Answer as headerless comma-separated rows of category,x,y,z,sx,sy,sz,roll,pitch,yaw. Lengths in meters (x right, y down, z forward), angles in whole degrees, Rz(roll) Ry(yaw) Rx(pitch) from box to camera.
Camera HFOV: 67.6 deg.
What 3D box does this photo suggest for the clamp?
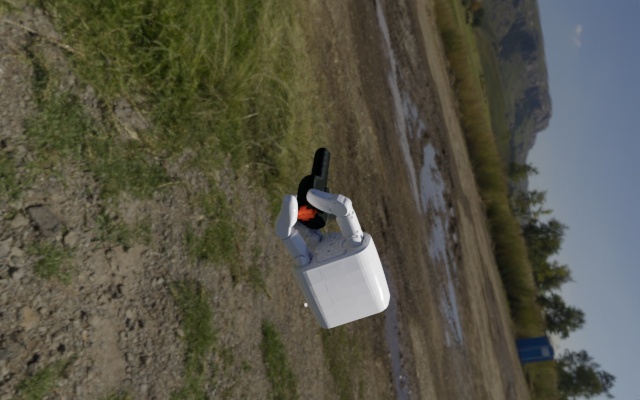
clamp,0.001,0.002,0.716,0.039,0.120,0.171,-12,23,21
